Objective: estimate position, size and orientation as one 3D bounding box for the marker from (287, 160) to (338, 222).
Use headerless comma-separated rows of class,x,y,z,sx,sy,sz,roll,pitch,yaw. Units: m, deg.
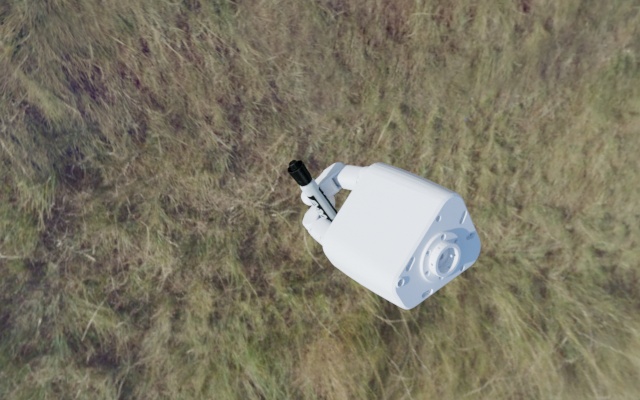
marker,0.000,0.002,0.519,0.020,0.020,0.121,0,-42,39
